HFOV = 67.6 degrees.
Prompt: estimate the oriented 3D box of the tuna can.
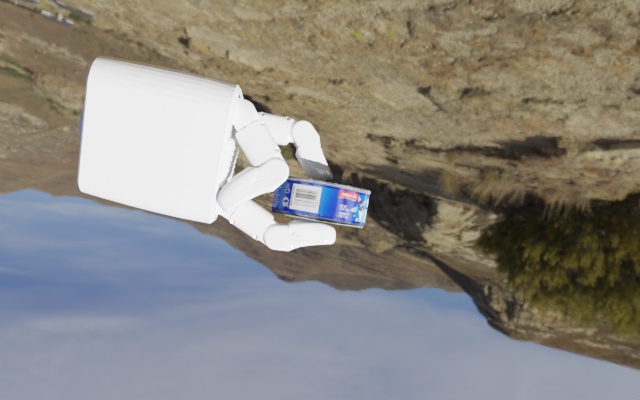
[{"bbox_3d":[0.000,0.002,0.429,0.086,0.034,0.086,10,-2,0],"label":"tuna can"}]
